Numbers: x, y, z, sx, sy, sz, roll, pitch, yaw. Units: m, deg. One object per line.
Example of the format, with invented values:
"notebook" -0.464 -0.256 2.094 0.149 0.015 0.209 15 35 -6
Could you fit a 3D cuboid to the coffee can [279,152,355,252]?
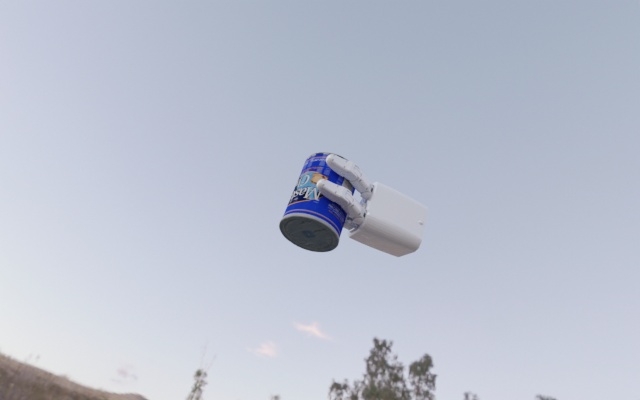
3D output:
"coffee can" 0.000 0.003 0.819 0.103 0.140 0.103 14 -35 10
